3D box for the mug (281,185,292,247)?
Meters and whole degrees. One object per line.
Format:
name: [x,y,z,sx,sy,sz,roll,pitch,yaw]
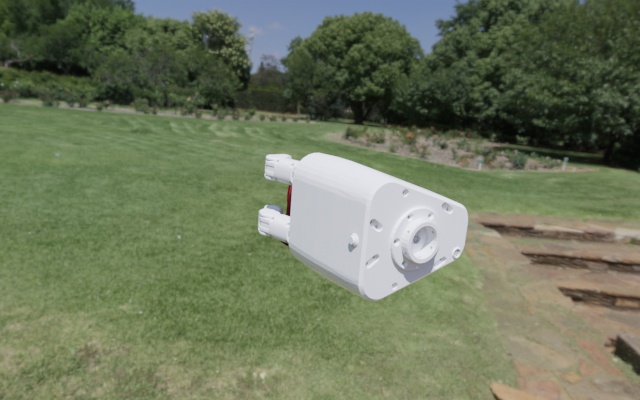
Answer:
mug: [-0.001,0.001,0.509,0.093,0.081,0.117,-1,14,-33]
